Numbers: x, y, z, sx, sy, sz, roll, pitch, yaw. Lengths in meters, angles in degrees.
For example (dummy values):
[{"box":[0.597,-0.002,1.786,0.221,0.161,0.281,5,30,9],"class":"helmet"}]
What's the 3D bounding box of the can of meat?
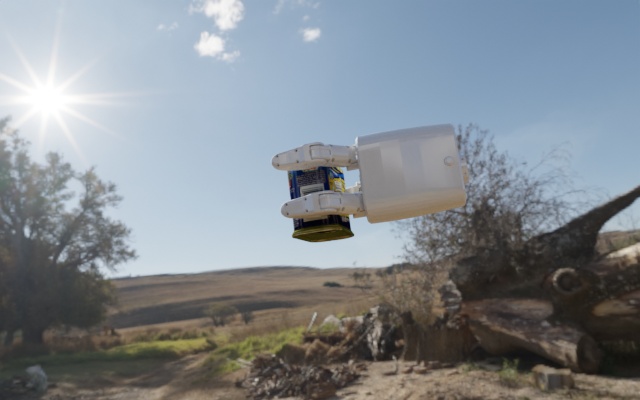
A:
[{"box":[0.000,0.002,0.560,0.057,0.084,0.102,-10,-11,14],"class":"can of meat"}]
